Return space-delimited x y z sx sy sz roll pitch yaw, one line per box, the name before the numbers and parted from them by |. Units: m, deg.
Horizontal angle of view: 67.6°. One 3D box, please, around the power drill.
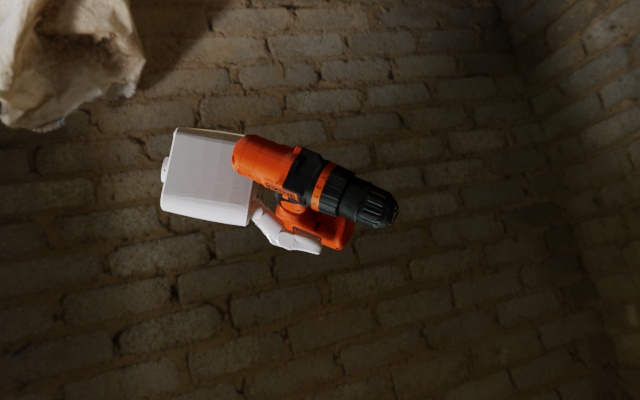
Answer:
power drill | 0.000 0.002 0.557 0.184 0.057 0.188 25 -16 14
